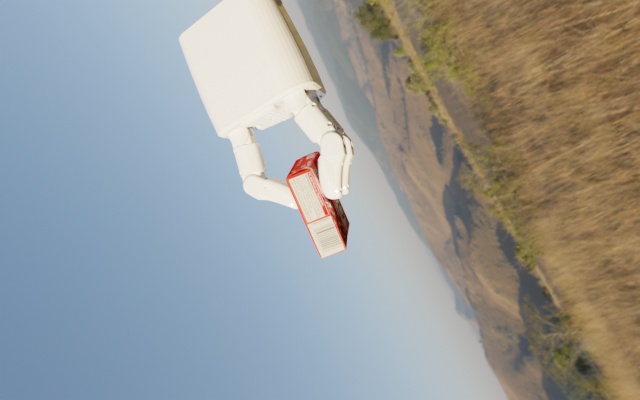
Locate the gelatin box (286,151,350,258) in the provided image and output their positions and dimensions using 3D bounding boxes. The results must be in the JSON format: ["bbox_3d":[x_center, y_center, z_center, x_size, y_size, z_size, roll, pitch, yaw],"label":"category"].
[{"bbox_3d":[0.000,0.002,0.474,0.030,0.089,0.073,-20,14,11],"label":"gelatin box"}]
